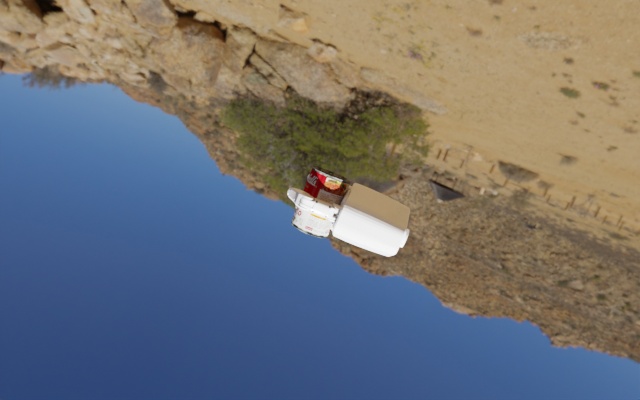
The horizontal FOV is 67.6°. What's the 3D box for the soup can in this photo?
[{"bbox_3d":[0.000,0.003,0.791,0.068,0.102,0.068,21,10,-4],"label":"soup can"}]
